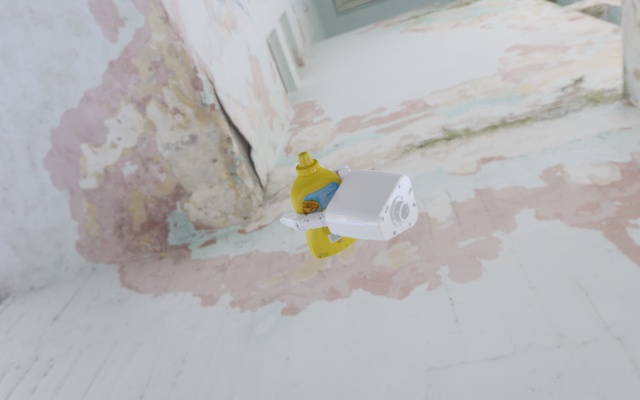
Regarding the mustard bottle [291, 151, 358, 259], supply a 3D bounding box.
[{"bbox_3d":[0.000,0.003,0.837,0.096,0.192,0.058,-28,27,-15],"label":"mustard bottle"}]
